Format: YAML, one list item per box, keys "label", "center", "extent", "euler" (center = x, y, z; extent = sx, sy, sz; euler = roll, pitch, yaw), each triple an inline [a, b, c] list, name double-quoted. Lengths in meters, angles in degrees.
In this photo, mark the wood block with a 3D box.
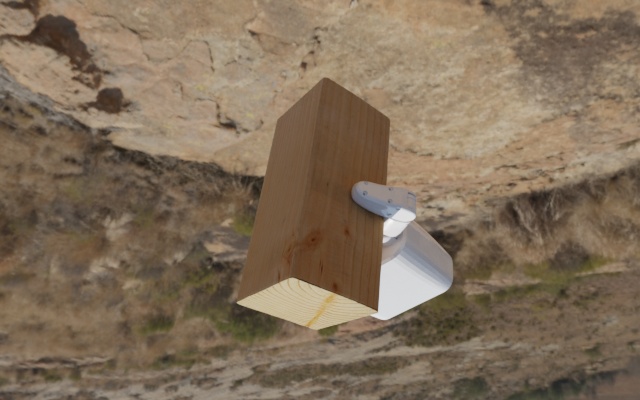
- label: "wood block"
  center: [0.001, 0.002, 0.449]
  extent: [0.090, 0.206, 0.091]
  euler: [27, -36, -28]
